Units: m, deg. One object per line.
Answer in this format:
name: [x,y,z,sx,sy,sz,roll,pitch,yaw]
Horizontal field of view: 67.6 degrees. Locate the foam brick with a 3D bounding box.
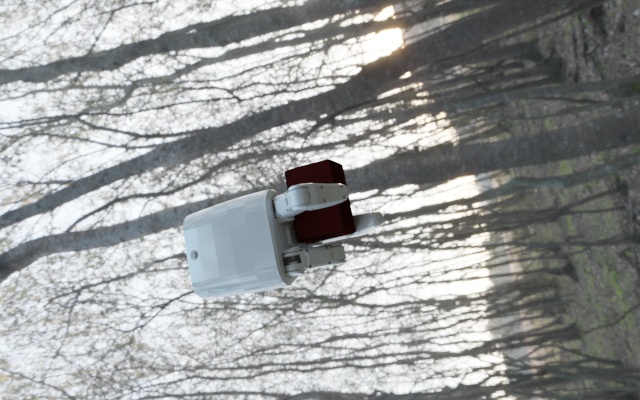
foam brick: [0.000,0.001,0.501,0.051,0.078,0.053,-14,-9,18]
